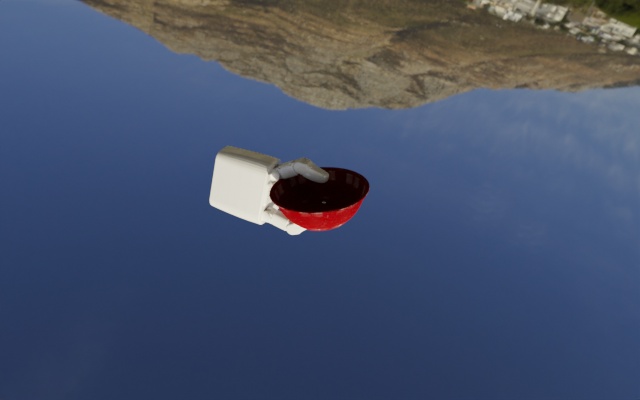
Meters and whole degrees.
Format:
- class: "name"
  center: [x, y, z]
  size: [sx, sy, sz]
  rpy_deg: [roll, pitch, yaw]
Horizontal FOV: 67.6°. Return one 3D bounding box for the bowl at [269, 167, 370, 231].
- class: "bowl"
  center: [0.001, 0.003, 0.777]
  size: [0.162, 0.055, 0.162]
  rpy_deg: [-4, 28, 2]
